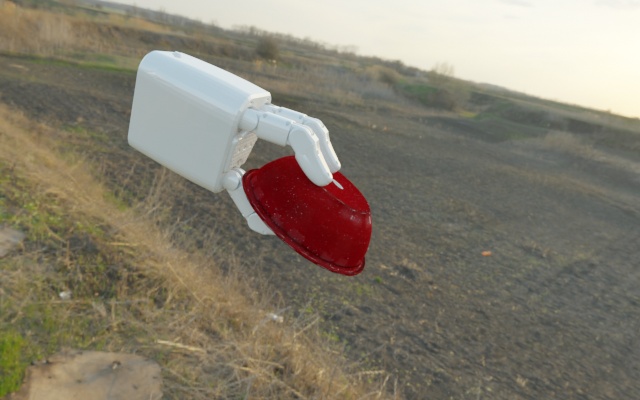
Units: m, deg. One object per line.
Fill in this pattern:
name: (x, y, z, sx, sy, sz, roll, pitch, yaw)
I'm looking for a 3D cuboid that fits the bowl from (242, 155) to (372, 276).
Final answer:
bowl: (0.001, 0.002, 0.500, 0.162, 0.055, 0.162, 36, 18, -14)
